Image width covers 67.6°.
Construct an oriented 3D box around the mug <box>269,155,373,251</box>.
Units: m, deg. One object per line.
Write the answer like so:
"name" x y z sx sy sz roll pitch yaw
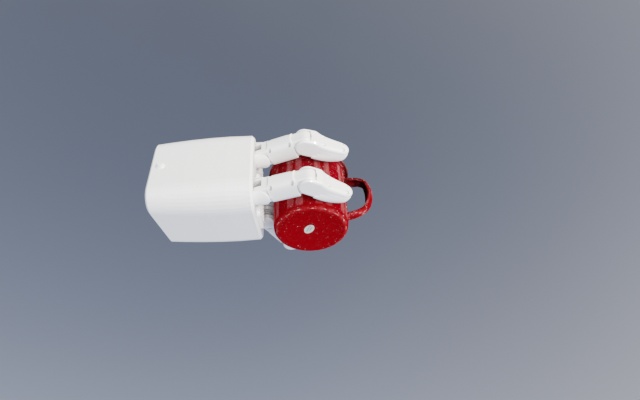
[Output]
"mug" 0.002 0.002 0.537 0.117 0.081 0.093 -4 -41 0
